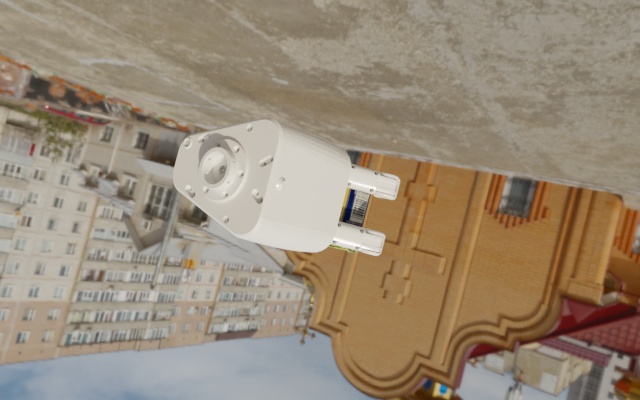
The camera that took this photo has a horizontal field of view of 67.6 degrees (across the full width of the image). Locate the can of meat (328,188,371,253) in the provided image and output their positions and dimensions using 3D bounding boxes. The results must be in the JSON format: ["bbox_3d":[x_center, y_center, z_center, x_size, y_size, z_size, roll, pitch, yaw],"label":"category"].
[{"bbox_3d":[0.000,0.002,0.495,0.102,0.084,0.057,14,-2,29],"label":"can of meat"}]
